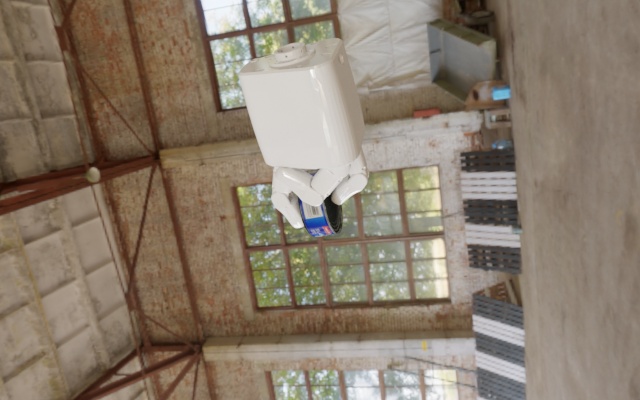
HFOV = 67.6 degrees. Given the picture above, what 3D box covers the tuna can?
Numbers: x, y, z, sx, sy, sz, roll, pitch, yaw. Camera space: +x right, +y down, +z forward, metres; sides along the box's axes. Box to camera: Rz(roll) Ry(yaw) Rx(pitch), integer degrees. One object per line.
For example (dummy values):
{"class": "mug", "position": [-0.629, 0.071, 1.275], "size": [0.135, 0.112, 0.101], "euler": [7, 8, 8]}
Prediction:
{"class": "tuna can", "position": [0.000, 0.002, 0.597], "size": [0.034, 0.086, 0.086], "euler": [-10, -3, 16]}
